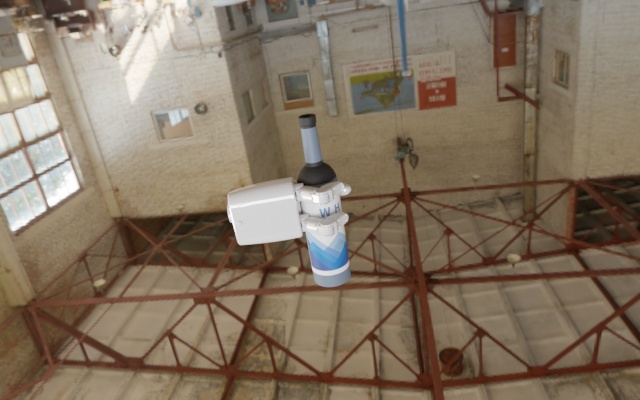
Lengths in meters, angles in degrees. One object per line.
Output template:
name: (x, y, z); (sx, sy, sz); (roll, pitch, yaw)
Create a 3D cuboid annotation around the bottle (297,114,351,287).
bottle: (0.000, 0.003, 0.796); (0.069, 0.296, 0.069); (-8, 23, 3)
